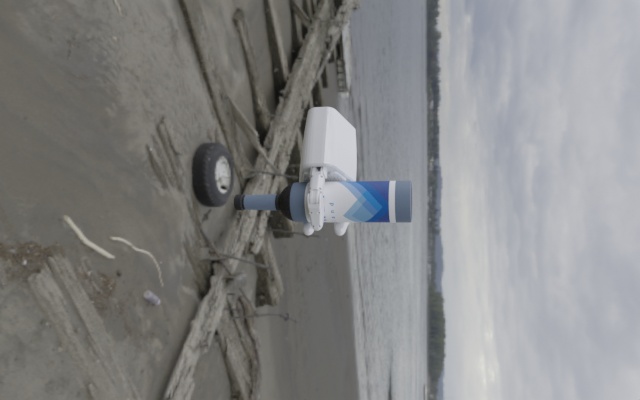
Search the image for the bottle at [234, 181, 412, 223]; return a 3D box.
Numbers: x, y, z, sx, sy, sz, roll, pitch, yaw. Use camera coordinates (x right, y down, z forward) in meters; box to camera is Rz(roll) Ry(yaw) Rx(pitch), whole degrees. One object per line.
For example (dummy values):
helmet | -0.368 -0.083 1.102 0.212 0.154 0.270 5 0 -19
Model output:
bottle | 0.000 0.003 0.785 0.296 0.069 0.069 0 0 12
